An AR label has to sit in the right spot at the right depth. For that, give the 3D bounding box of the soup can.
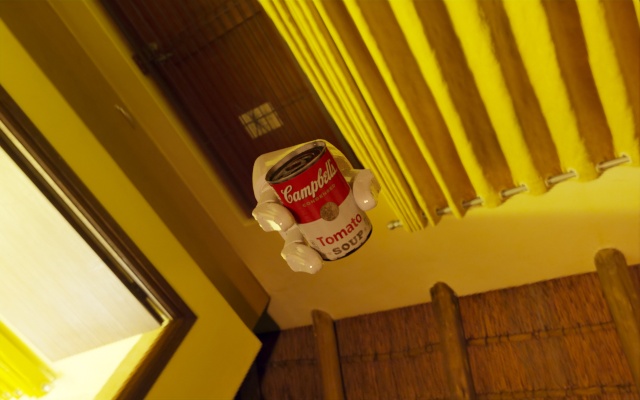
[{"bbox_3d":[0.000,0.002,0.475,0.068,0.102,0.068,-27,22,12],"label":"soup can"}]
